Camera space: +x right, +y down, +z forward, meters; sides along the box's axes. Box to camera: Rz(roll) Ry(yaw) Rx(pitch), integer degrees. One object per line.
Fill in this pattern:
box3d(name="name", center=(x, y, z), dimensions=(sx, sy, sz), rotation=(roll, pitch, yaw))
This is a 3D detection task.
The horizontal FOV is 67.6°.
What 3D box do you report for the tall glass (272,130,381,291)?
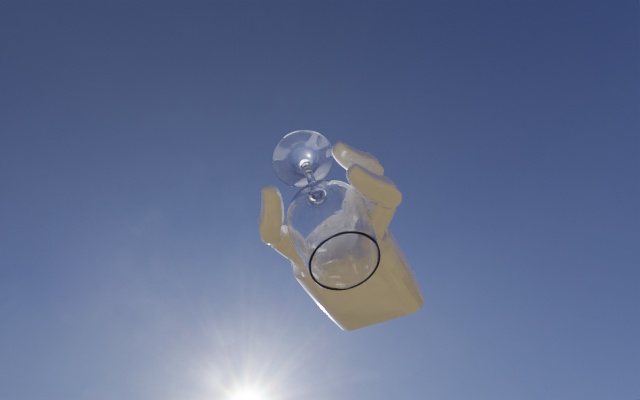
box3d(name="tall glass", center=(0.000, 0.001, 0.479), dimensions=(0.079, 0.079, 0.201), rotation=(0, 30, -14))
